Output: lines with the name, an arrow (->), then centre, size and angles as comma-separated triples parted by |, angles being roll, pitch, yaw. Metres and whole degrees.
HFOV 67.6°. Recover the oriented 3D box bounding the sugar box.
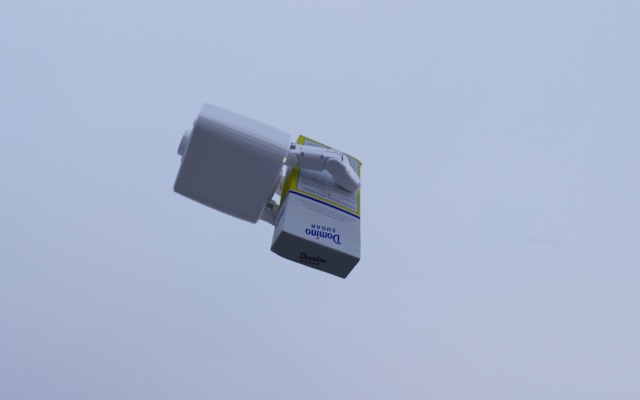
sugar box -> 0.000, 0.002, 0.567 | 0.093, 0.176, 0.048 | 22, -48, -12
